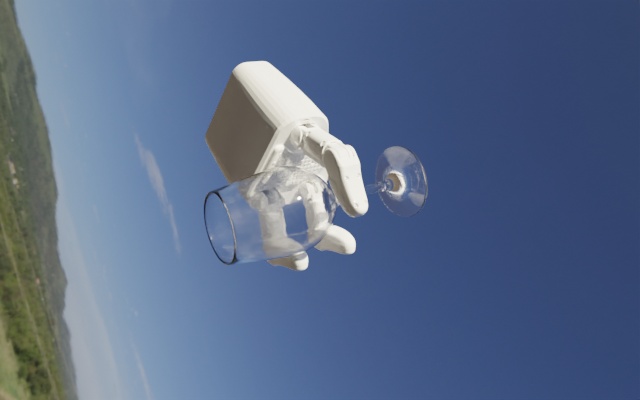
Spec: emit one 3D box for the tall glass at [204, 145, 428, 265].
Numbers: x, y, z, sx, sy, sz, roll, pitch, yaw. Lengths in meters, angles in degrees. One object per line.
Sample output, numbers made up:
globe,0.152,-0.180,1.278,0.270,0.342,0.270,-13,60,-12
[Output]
tall glass,0.001,0.001,0.434,0.201,0.079,0.079,-15,8,-33
